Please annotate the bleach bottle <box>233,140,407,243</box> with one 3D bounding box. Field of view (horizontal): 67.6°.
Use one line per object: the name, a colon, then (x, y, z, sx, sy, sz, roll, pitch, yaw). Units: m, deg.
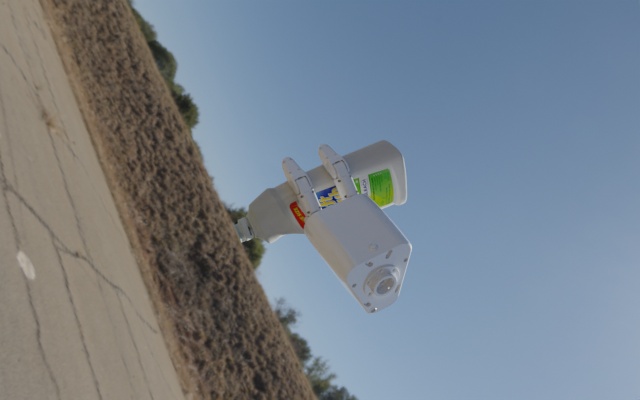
bleach bottle: (0.000, 0.002, 0.678, 0.251, 0.103, 0.068, -23, 40, -15)
